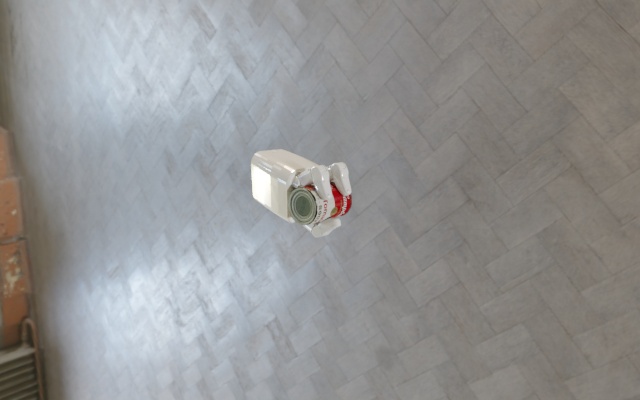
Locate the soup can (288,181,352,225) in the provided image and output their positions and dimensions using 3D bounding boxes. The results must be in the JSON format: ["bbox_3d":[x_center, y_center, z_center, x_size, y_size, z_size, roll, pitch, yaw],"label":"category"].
[{"bbox_3d":[0.000,0.003,0.852,0.068,0.068,0.102,0,8,40],"label":"soup can"}]
